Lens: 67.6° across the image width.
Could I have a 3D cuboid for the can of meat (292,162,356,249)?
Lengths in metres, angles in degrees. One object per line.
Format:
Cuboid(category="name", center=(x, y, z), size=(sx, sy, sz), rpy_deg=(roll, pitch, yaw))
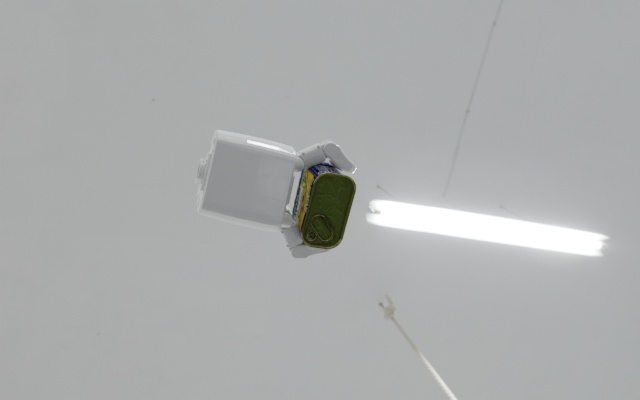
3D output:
Cuboid(category="can of meat", center=(0.000, 0.002, 0.646), size=(0.057, 0.102, 0.084), rpy_deg=(9, 15, -18))
